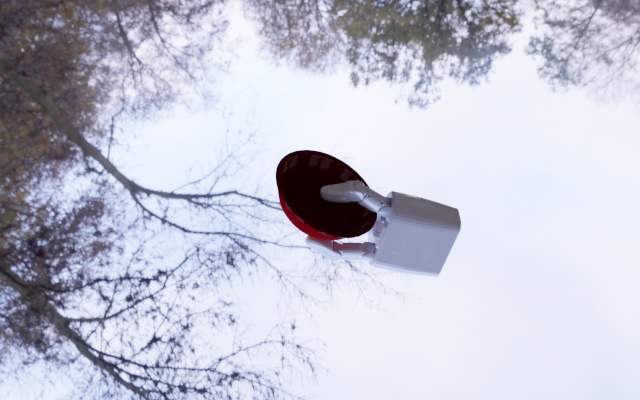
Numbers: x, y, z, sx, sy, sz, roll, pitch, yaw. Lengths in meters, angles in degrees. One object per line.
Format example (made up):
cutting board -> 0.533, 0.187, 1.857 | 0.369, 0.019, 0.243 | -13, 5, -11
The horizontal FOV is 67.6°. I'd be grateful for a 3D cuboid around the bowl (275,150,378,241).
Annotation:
bowl -> -0.001, 0.002, 0.693 | 0.162, 0.162, 0.055 | 0, -38, -34
